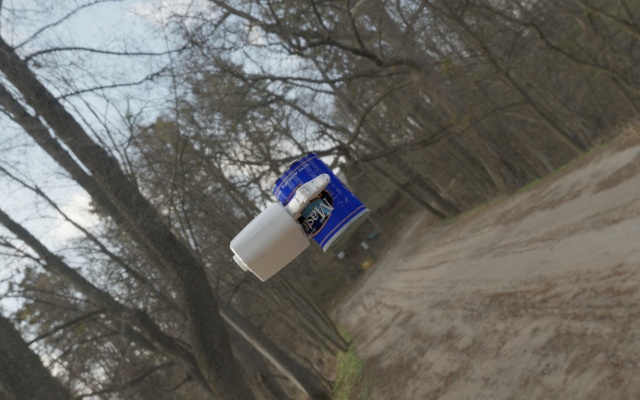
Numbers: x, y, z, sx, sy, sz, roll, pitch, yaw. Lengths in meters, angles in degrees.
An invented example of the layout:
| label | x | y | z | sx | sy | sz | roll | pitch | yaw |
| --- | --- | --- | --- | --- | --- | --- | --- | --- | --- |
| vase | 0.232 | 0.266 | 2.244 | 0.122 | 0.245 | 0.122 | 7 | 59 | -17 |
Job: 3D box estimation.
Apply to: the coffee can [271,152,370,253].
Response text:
| label | x | y | z | sx | sy | sz | roll | pitch | yaw |
| --- | --- | --- | --- | --- | --- | --- | --- | --- | --- |
| coffee can | 0.000 | 0.003 | 0.812 | 0.103 | 0.140 | 0.103 | -41 | -11 | -10 |
